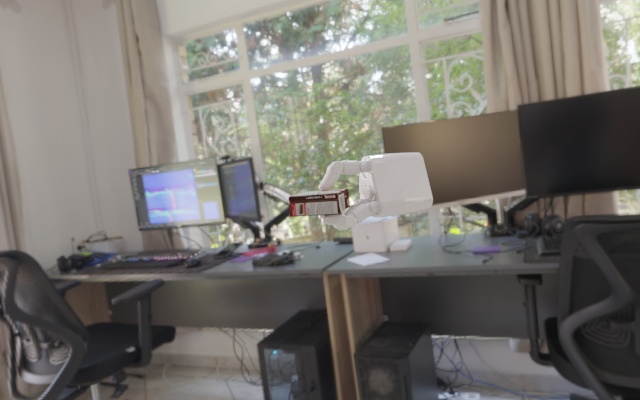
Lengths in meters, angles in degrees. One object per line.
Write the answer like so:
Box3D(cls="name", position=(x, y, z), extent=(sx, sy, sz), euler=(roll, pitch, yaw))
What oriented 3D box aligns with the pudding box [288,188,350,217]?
Box3D(cls="pudding box", position=(0.000, 0.003, 0.846), extent=(0.090, 0.039, 0.113), euler=(-5, 3, 12))
